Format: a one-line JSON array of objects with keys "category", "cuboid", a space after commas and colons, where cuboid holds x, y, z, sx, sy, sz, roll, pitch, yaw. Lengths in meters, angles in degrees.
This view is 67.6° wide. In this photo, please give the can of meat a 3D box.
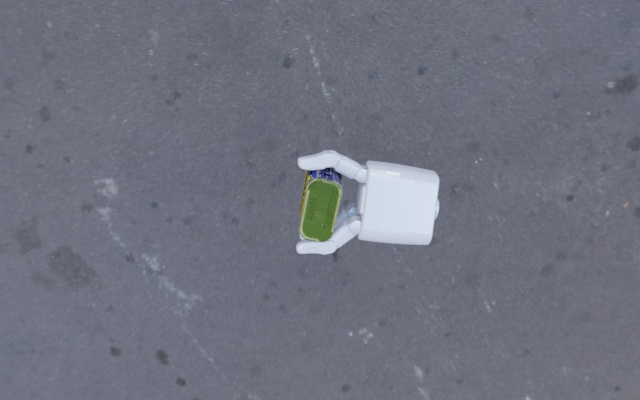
[{"category": "can of meat", "cuboid": [0.000, 0.002, 0.715, 0.057, 0.102, 0.084, 10, 19, -3]}]
